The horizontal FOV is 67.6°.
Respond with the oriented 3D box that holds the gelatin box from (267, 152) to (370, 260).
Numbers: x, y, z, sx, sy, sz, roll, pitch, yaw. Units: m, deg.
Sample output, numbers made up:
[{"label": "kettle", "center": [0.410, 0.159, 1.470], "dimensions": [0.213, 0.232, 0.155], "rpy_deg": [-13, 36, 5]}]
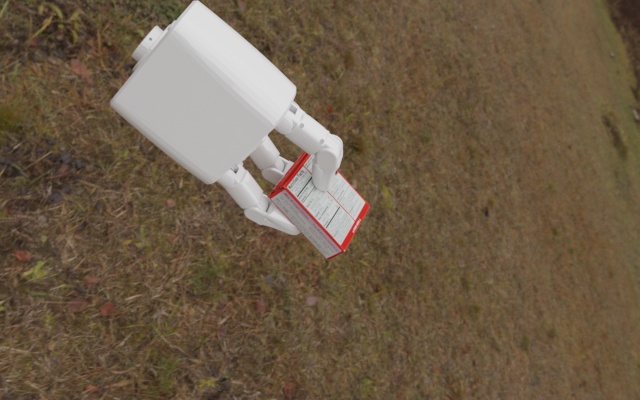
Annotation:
[{"label": "gelatin box", "center": [0.001, 0.002, 0.471], "dimensions": [0.030, 0.089, 0.073], "rpy_deg": [-32, 17, 43]}]
